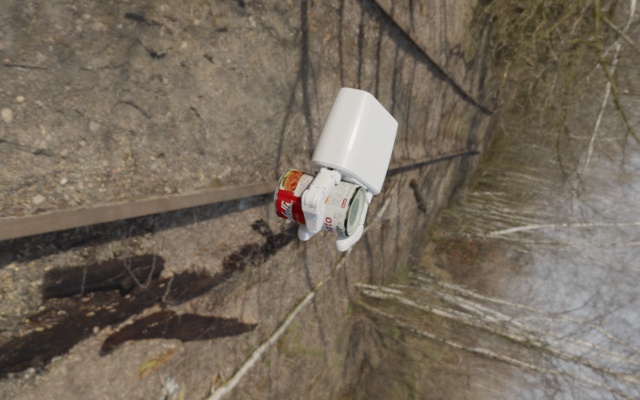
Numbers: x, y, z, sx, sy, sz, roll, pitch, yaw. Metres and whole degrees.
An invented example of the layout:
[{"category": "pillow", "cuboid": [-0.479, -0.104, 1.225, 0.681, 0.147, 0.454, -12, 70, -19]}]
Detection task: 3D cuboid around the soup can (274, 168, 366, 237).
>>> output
[{"category": "soup can", "cuboid": [0.000, 0.003, 0.619, 0.102, 0.068, 0.068, 15, 5, 20]}]
